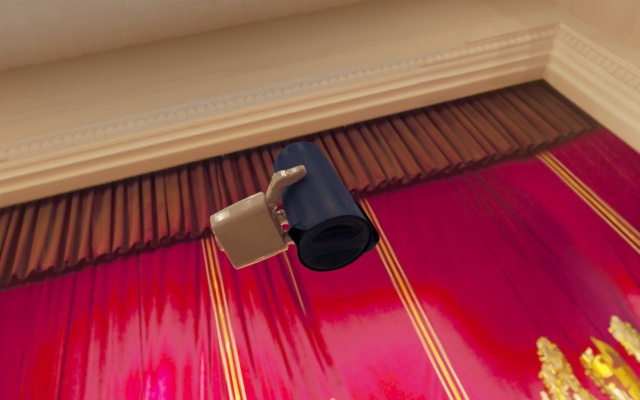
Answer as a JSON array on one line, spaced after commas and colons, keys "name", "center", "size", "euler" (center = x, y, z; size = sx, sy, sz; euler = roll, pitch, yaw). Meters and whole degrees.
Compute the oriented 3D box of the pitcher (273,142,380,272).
[{"name": "pitcher", "center": [0.000, 0.003, 0.877], "size": [0.145, 0.242, 0.149], "euler": [-24, -45, 0]}]
